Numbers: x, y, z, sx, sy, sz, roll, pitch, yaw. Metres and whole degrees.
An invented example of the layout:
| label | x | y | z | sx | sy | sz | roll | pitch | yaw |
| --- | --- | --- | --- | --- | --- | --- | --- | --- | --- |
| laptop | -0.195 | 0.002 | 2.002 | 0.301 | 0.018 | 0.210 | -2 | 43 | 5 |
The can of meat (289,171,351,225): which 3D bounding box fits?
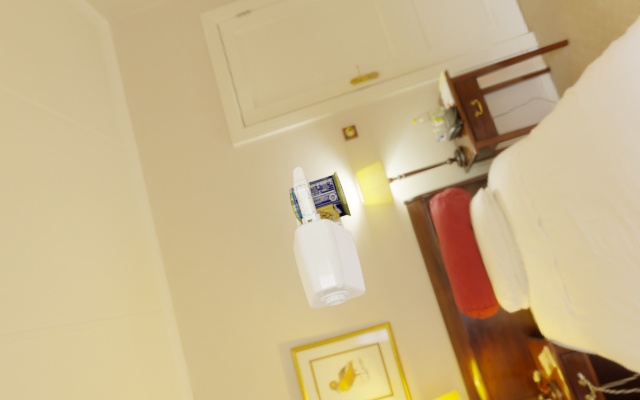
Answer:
| label | x | y | z | sx | sy | sz | roll | pitch | yaw |
| --- | --- | --- | --- | --- | --- | --- | --- | --- | --- |
| can of meat | 0.000 | 0.003 | 0.794 | 0.084 | 0.057 | 0.102 | -18 | -21 | 5 |
